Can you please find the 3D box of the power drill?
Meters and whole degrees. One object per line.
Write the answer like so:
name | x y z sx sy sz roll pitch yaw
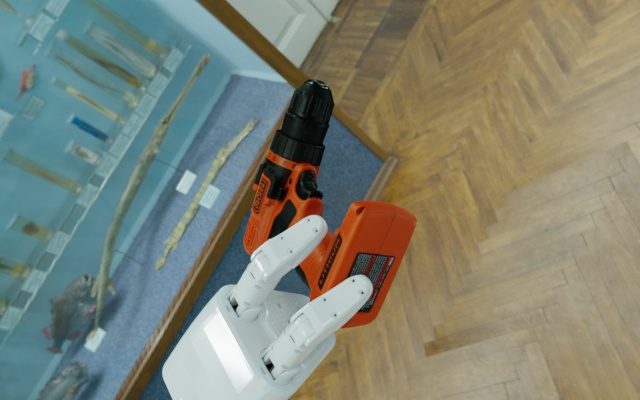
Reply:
power drill | 0.000 0.002 0.409 0.057 0.184 0.187 8 20 -30
